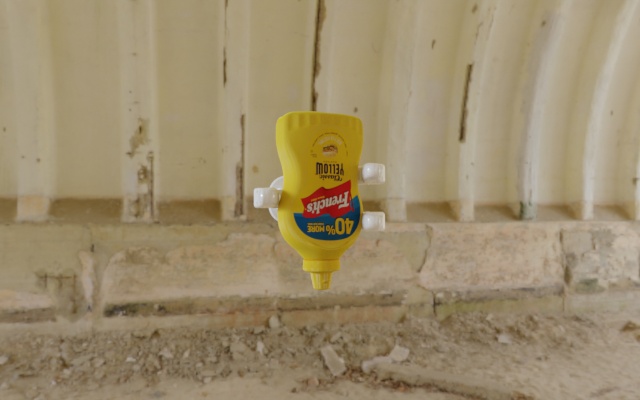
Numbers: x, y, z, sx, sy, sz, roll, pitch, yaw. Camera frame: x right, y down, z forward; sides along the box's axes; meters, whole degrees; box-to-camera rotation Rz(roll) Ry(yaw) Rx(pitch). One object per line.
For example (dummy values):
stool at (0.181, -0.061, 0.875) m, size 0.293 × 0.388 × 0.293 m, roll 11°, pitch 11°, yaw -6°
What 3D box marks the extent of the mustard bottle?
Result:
mustard bottle at (0.000, 0.001, 0.529) m, size 0.096 × 0.191 × 0.058 m, roll 0°, pitch -2°, yaw -25°
